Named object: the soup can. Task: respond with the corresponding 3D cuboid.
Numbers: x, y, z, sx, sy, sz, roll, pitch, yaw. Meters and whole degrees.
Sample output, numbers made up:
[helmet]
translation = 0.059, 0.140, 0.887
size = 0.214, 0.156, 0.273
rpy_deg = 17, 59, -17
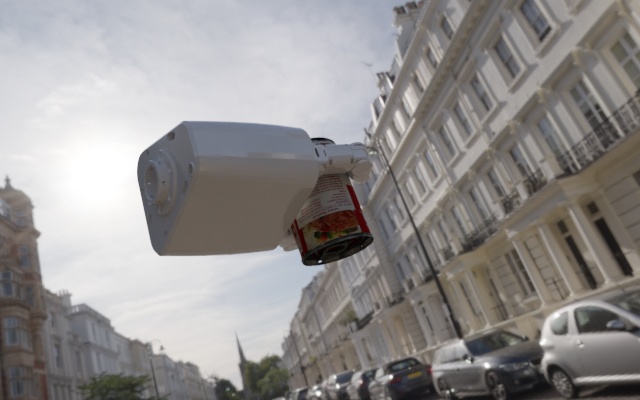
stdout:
[soup can]
translation = 0.000, 0.001, 0.445
size = 0.068, 0.102, 0.068
rpy_deg = -17, -20, -7
